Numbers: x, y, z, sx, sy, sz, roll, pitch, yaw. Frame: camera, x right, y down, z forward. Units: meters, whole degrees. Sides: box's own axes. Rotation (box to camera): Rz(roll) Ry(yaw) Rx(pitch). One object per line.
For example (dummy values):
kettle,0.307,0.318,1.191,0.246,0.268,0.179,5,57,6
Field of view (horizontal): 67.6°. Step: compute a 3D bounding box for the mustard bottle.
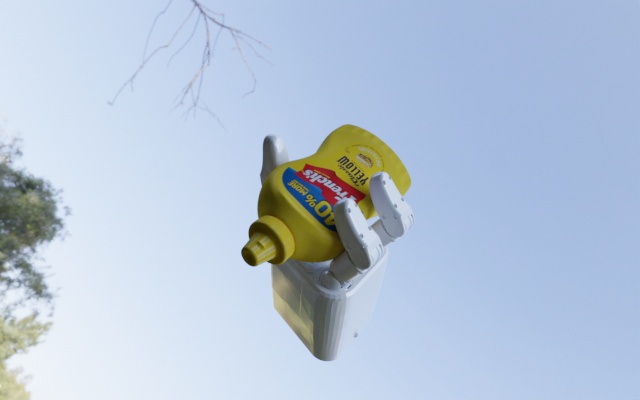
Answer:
mustard bottle,0.000,0.001,0.434,0.191,0.096,0.058,-38,-11,-42
